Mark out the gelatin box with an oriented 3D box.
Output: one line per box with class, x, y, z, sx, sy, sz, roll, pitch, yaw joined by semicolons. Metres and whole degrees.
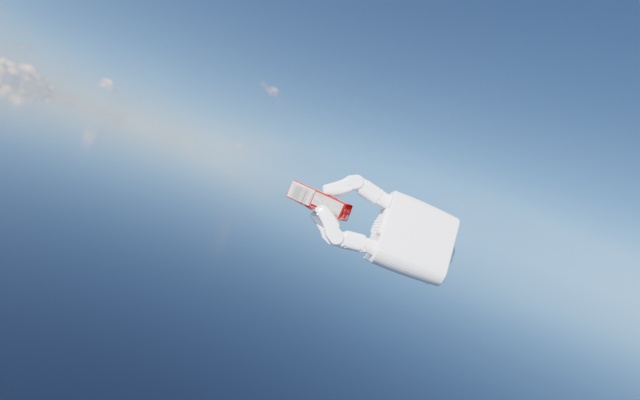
gelatin box;0.000;0.002;0.717;0.089;0.030;0.073;25;1;11
